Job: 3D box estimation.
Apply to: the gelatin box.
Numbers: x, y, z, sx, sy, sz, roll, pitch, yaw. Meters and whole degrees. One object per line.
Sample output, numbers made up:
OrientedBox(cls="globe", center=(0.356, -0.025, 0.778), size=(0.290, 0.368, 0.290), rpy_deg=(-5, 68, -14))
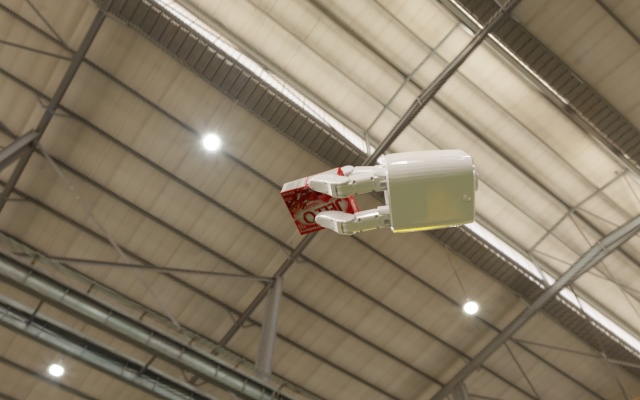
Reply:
OrientedBox(cls="gelatin box", center=(0.000, 0.002, 0.656), size=(0.089, 0.073, 0.030), rpy_deg=(-16, 26, 18))
